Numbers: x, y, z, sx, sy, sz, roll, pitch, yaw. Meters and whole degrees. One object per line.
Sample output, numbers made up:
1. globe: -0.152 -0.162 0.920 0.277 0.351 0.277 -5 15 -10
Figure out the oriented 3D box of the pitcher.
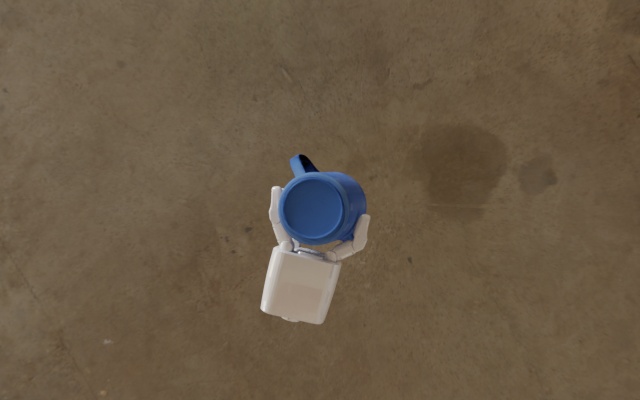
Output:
1. pitcher: 0.000 0.003 0.806 0.149 0.145 0.243 16 2 8
